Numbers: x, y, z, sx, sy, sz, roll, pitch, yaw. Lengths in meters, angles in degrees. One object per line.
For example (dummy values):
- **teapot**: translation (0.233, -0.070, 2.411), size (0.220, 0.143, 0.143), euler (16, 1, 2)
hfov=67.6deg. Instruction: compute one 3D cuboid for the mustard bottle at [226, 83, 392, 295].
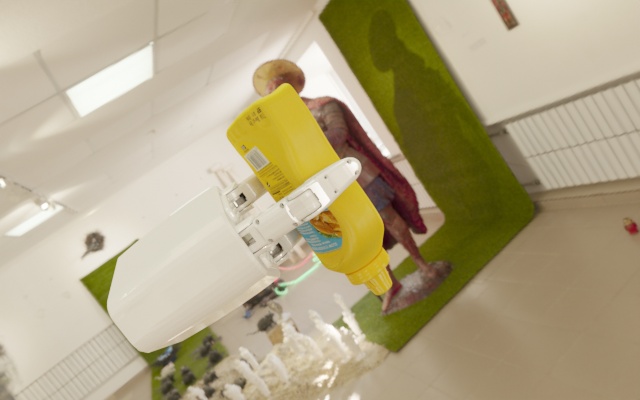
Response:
- **mustard bottle**: translation (0.000, 0.001, 0.406), size (0.058, 0.191, 0.096), euler (-39, 8, -27)
